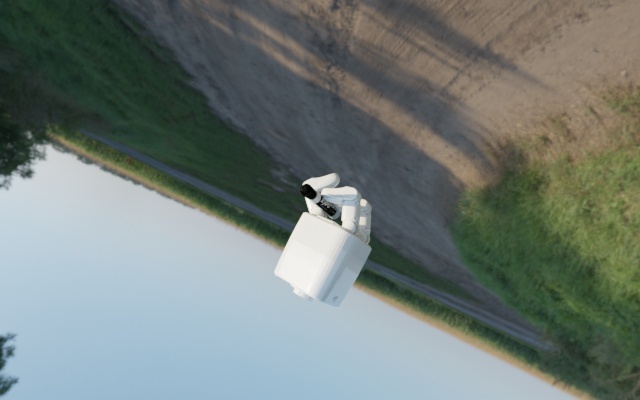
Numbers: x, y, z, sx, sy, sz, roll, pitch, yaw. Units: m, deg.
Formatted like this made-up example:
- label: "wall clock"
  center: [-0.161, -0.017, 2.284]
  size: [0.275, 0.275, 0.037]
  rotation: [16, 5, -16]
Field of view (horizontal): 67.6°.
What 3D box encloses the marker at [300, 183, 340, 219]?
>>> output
- label: "marker"
  center: [0.000, 0.002, 0.720]
  size: [0.020, 0.020, 0.121]
  rotation: [0, -19, 24]
